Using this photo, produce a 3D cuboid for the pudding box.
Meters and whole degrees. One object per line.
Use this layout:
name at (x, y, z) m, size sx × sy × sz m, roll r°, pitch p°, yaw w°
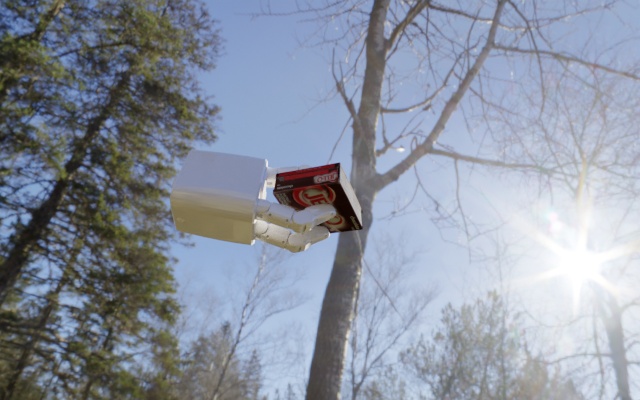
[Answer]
pudding box at (0.000, 0.002, 0.638) m, size 0.090 × 0.039 × 0.114 m, roll -8°, pitch -35°, yaw 19°
